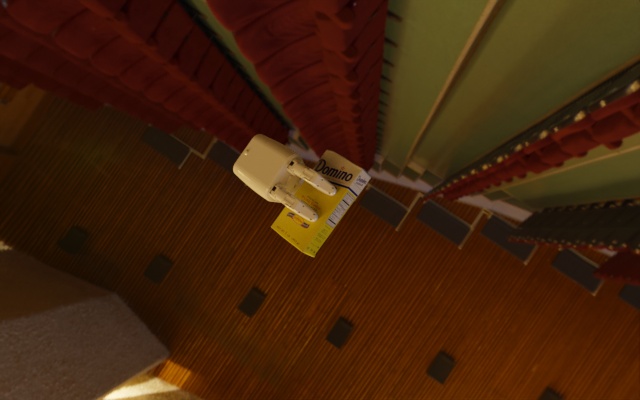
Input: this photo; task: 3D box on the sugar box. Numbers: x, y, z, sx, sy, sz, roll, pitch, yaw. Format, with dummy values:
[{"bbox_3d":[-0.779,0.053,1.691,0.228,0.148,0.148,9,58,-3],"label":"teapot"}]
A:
[{"bbox_3d":[0.000,0.003,0.843,0.093,0.176,0.048,33,-1,36],"label":"sugar box"}]
